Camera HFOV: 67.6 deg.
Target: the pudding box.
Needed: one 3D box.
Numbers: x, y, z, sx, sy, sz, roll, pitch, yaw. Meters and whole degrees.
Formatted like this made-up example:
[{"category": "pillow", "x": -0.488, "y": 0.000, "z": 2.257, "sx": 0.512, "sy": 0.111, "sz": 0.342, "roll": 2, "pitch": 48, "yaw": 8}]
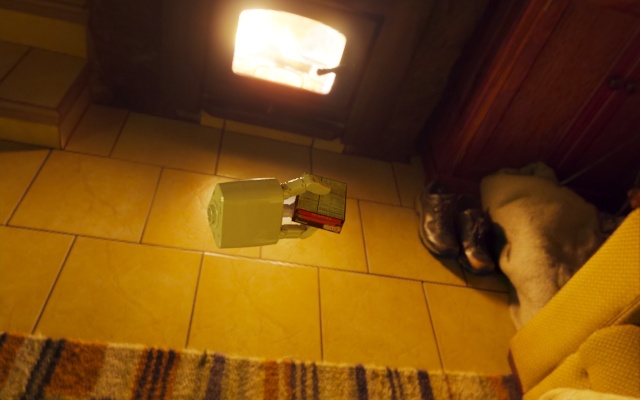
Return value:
[{"category": "pudding box", "x": 0.000, "y": 0.003, "z": 0.863, "sx": 0.090, "sy": 0.039, "sz": 0.113, "roll": 16, "pitch": 40, "yaw": -7}]
